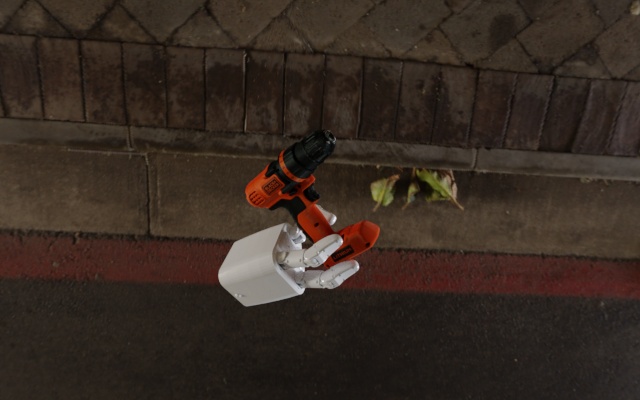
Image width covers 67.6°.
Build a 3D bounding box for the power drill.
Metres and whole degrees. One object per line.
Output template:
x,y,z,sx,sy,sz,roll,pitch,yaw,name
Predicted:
0.000,0.003,0.709,0.184,0.188,0.057,-34,13,39,power drill
